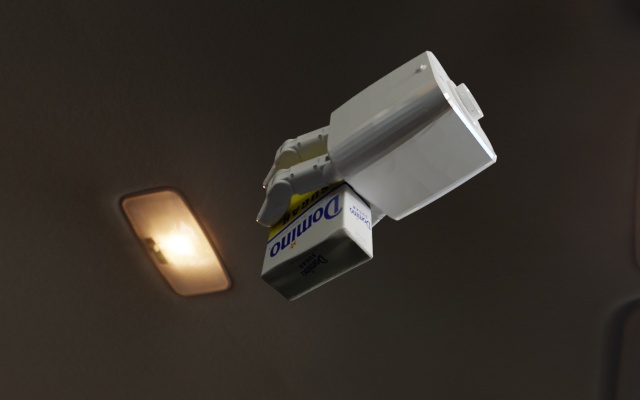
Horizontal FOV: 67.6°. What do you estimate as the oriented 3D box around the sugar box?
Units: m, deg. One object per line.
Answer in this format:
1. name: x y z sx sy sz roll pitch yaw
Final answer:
1. sugar box: 0.000 0.001 0.457 0.093 0.048 0.176 -32 27 25
